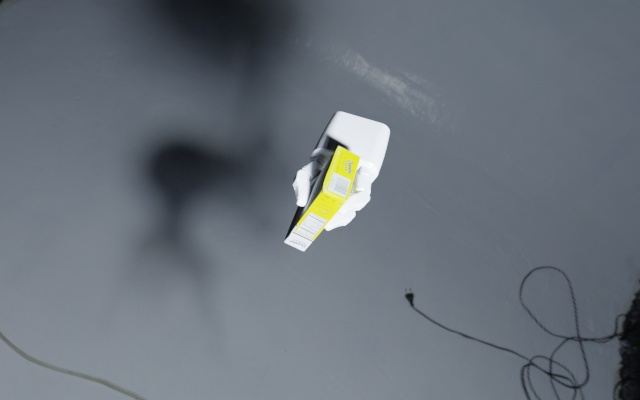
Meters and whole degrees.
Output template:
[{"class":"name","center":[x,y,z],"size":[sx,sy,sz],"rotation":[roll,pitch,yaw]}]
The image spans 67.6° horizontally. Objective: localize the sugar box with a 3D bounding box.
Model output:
[{"class":"sugar box","center":[0.001,0.003,0.764],"size":[0.048,0.093,0.176],"rotation":[25,-36,-6]}]
